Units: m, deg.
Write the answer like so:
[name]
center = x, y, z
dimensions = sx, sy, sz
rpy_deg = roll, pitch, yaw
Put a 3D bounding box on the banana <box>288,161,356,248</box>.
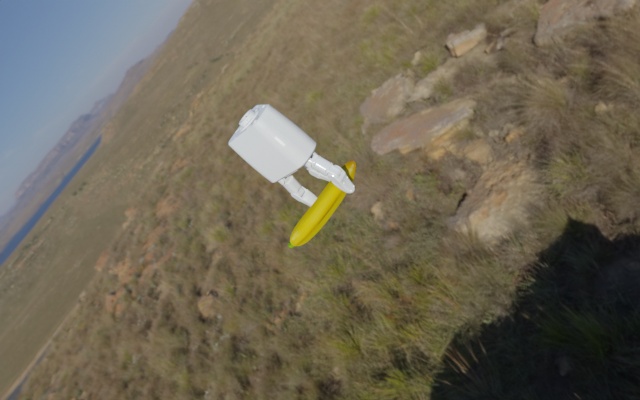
[banana]
center = 0.002, 0.010, 0.845
dimensions = 0.037, 0.198, 0.069
rpy_deg = 38, 4, -19
